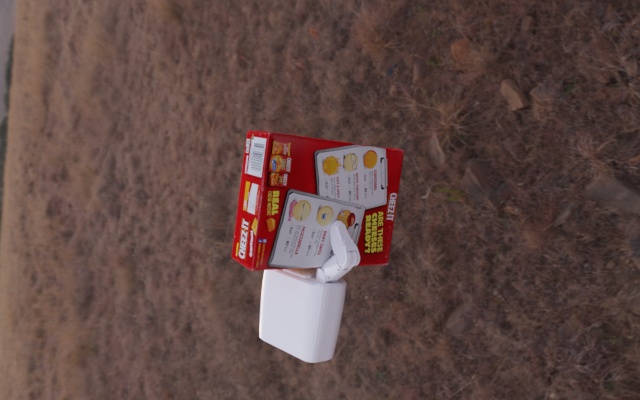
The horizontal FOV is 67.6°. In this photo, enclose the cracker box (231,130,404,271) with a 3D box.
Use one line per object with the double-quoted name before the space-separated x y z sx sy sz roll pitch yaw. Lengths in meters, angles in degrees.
"cracker box" 0.000 0.002 0.626 0.214 0.164 0.072 3 8 -35
